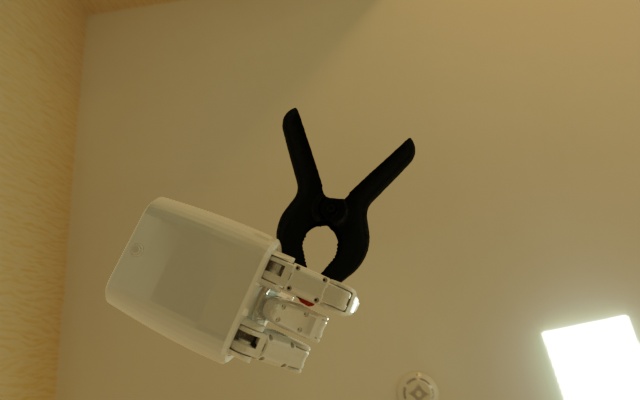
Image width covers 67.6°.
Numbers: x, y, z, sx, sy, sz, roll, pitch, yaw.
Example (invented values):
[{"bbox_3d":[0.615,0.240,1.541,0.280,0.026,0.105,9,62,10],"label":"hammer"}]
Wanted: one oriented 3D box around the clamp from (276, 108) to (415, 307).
[{"bbox_3d":[0.000,0.002,0.414,0.120,0.171,0.039,22,-15,8],"label":"clamp"}]
